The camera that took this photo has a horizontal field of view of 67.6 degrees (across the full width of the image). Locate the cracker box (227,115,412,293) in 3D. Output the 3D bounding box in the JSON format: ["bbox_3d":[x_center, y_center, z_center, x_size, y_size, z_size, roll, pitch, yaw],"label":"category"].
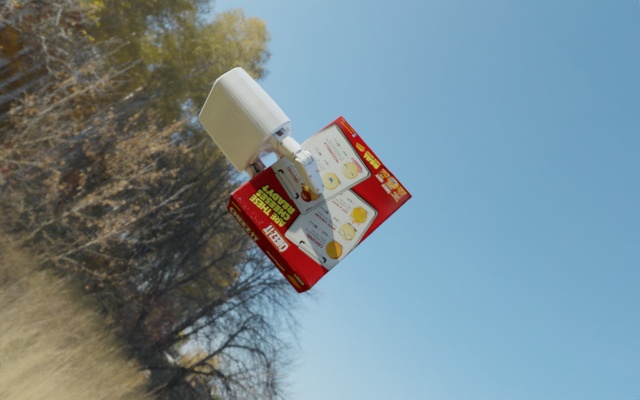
[{"bbox_3d":[0.000,0.002,0.689,0.213,0.164,0.072,-39,-4,-24],"label":"cracker box"}]
